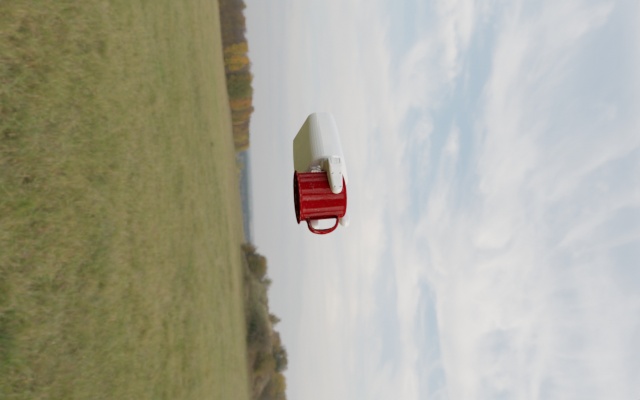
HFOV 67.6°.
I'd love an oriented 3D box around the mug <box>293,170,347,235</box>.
[{"bbox_3d":[0.001,0.004,0.812,0.081,0.117,0.093,-4,-29,-9],"label":"mug"}]
